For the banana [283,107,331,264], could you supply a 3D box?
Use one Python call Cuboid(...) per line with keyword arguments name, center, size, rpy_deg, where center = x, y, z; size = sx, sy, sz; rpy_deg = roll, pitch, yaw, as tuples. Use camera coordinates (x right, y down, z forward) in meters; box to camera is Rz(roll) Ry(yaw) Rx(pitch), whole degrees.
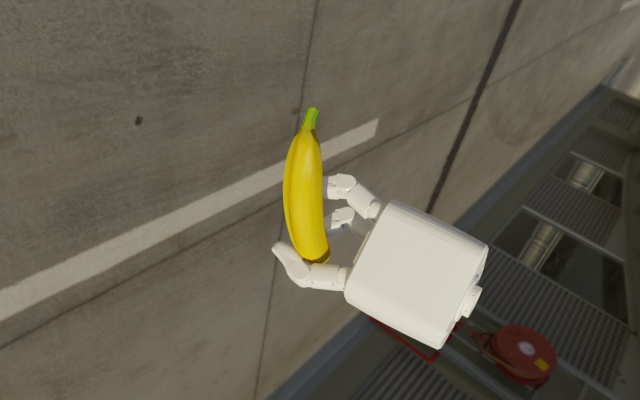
Cuboid(name="banana", center=(-0.009, 0.009, 0.489), size=(0.037, 0.198, 0.069), rpy_deg=(18, 42, 24))
